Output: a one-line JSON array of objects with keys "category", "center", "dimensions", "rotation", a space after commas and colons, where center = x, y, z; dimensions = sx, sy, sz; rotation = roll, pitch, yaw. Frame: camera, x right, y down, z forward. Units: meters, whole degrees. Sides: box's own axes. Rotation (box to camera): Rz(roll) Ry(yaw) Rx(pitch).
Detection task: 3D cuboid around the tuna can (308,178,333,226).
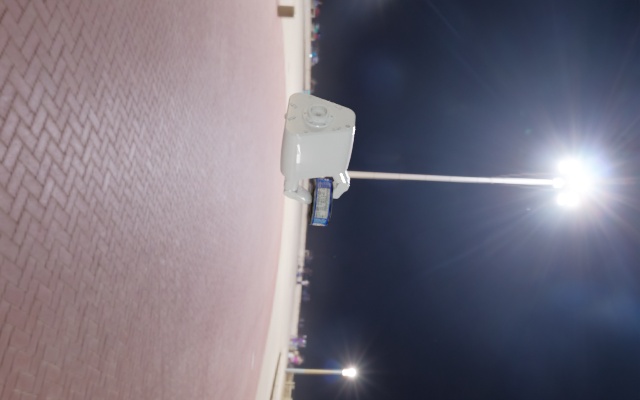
[{"category": "tuna can", "center": [0.001, 0.003, 0.851], "dimensions": [0.034, 0.086, 0.086], "rotation": [6, -1, -6]}]
